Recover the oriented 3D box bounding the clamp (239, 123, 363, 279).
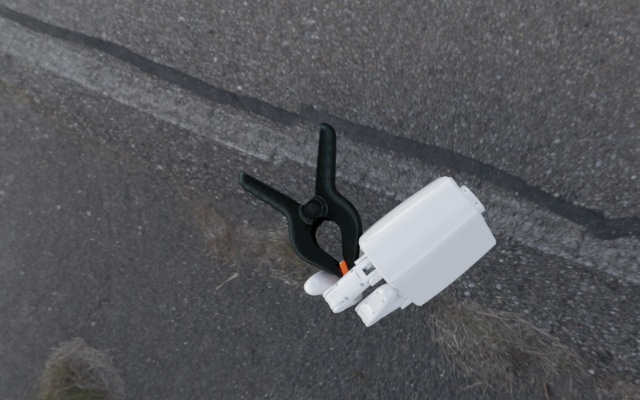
[{"bbox_3d":[0.000,0.002,0.512,0.120,0.171,0.039,-40,-15,10],"label":"clamp"}]
